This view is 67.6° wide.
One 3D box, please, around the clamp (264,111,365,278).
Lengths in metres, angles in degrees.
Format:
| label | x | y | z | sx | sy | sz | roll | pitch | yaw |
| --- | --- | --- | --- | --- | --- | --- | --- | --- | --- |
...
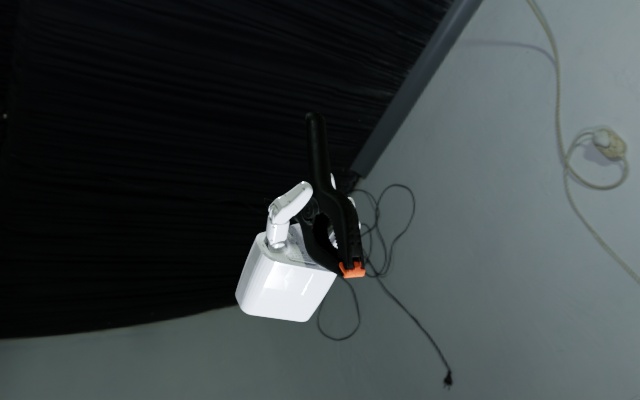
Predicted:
| label | x | y | z | sx | sy | sz | roll | pitch | yaw |
| --- | --- | --- | --- | --- | --- | --- | --- | --- | --- |
| clamp | 0.000 | 0.002 | 0.586 | 0.036 | 0.165 | 0.210 | 1 | 37 | -35 |
